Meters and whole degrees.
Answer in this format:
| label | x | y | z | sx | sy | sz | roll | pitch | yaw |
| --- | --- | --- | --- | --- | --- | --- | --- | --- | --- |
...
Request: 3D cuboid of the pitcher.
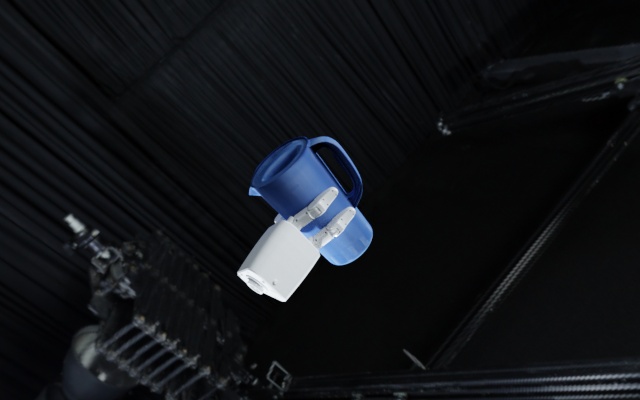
| label | x | y | z | sx | sy | sz | roll | pitch | yaw |
| --- | --- | --- | --- | --- | --- | --- | --- | --- | --- |
| pitcher | 0.000 | 0.003 | 0.896 | 0.243 | 0.145 | 0.149 | 49 | -27 | -25 |
